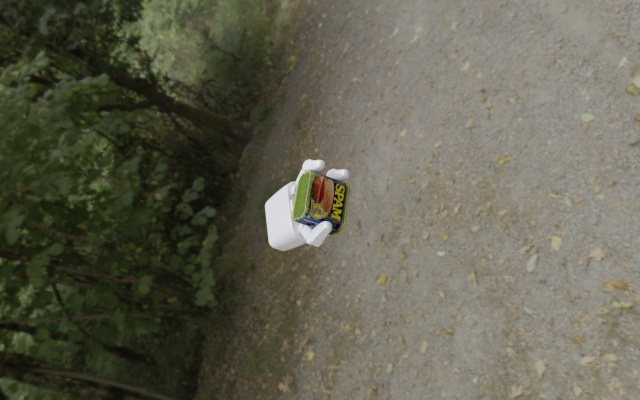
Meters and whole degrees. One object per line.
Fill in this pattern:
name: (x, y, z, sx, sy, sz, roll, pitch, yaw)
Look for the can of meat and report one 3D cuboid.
can of meat: (0.000, 0.003, 0.865, 0.084, 0.102, 0.057, 20, -25, -26)
